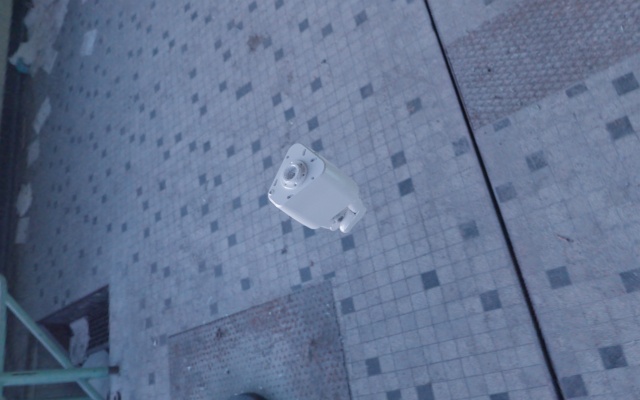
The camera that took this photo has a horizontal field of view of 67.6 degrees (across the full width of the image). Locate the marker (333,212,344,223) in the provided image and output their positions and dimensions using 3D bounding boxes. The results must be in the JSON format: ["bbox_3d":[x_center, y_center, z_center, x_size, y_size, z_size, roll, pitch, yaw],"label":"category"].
[{"bbox_3d":[0.000,0.003,0.889,0.020,0.020,0.121,0,30,-44],"label":"marker"}]
